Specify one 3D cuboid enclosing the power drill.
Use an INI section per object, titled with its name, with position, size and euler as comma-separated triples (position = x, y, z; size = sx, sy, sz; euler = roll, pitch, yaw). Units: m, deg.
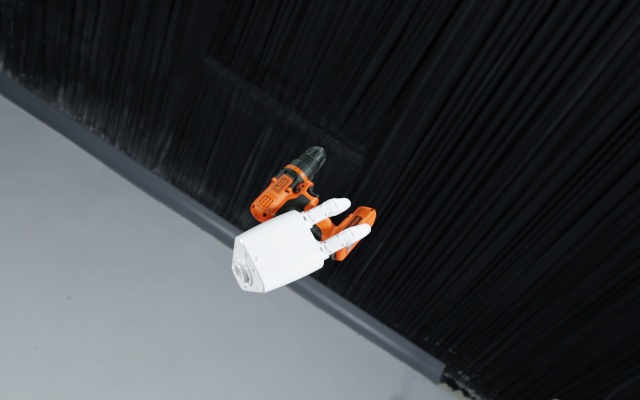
[power drill]
position = 0.000, 0.003, 0.838
size = 0.187, 0.184, 0.057
euler = 33, -24, 20
